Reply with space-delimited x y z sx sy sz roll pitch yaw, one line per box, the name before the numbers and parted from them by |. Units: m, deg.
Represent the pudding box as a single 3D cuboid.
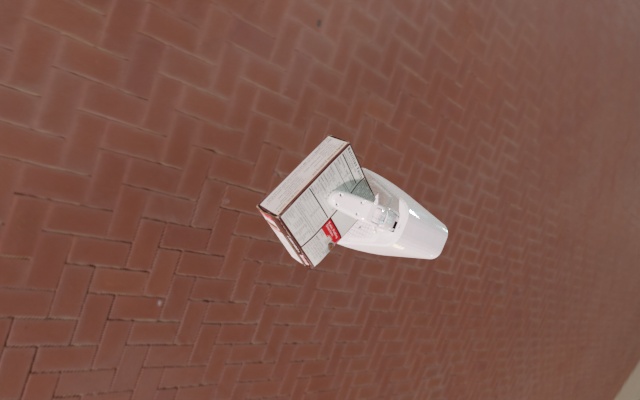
pudding box | 0.000 0.002 0.501 0.039 0.113 0.090 22 -28 44
